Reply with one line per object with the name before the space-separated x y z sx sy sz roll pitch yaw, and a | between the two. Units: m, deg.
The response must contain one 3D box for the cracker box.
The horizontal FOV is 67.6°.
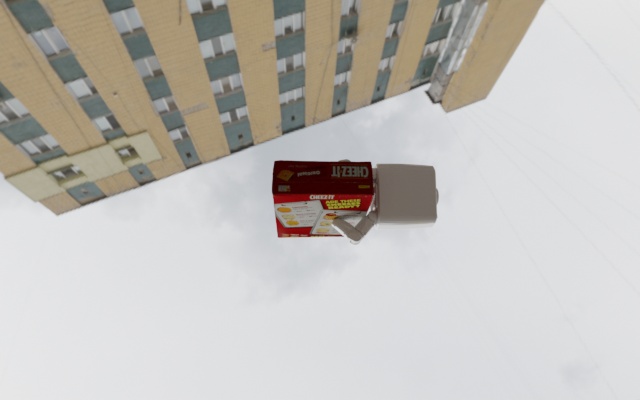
cracker box | 0.000 0.003 0.861 0.164 0.072 0.214 0 -23 -3
